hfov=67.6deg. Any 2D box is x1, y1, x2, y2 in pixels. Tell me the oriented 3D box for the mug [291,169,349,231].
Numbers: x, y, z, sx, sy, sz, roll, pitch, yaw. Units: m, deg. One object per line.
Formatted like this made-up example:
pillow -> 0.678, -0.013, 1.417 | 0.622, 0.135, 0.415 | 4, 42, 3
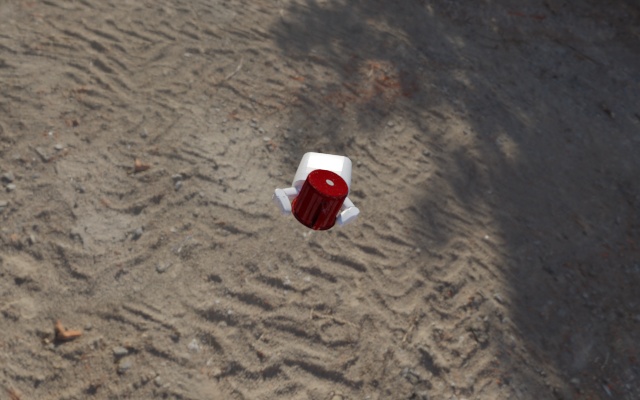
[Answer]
mug -> 0.000, 0.004, 0.876 | 0.093, 0.081, 0.117 | 19, 40, -9
